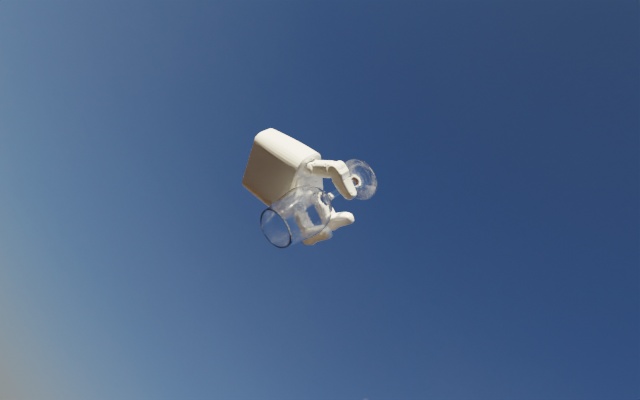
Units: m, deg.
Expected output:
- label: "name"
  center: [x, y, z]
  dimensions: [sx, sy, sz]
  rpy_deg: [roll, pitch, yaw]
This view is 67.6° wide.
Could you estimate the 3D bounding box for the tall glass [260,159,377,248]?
- label: "tall glass"
  center: [0.001, 0.002, 0.741]
  dimensions: [0.079, 0.079, 0.201]
  rpy_deg: [0, 23, 44]
